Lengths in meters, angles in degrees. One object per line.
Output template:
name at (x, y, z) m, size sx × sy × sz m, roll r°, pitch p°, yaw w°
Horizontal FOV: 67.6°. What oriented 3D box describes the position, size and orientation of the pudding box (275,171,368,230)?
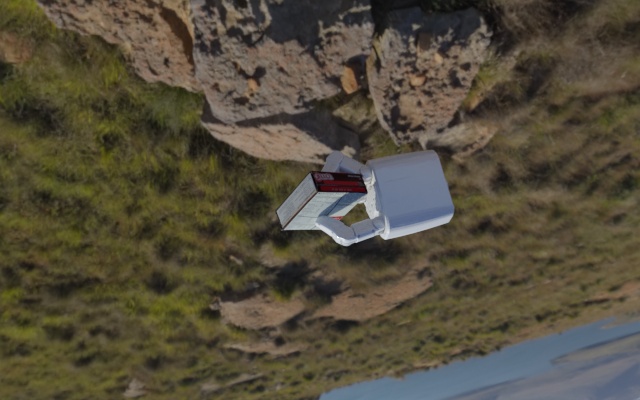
pudding box at (0.000, 0.002, 0.690) m, size 0.090 × 0.039 × 0.113 m, roll 2°, pitch -34°, yaw -35°
